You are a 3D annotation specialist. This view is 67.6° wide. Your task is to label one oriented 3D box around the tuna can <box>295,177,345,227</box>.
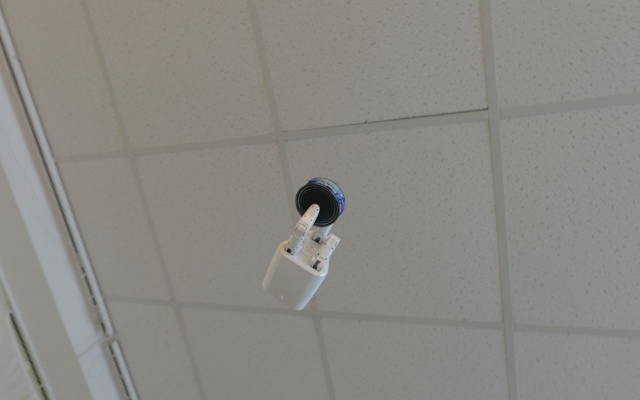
[{"bbox_3d":[0.000,0.002,0.852,0.086,0.086,0.033,0,25,27],"label":"tuna can"}]
